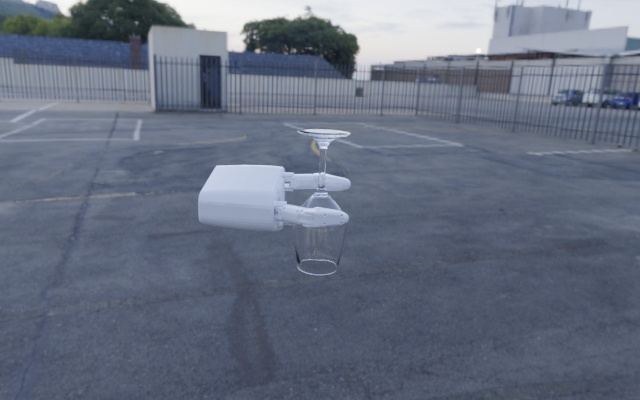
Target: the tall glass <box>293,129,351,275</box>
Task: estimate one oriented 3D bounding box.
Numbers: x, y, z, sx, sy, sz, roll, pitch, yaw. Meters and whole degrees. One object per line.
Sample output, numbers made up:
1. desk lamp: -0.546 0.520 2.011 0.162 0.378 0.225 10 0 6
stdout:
1. tall glass: 0.000 0.002 0.684 0.079 0.201 0.079 2 14 -1
